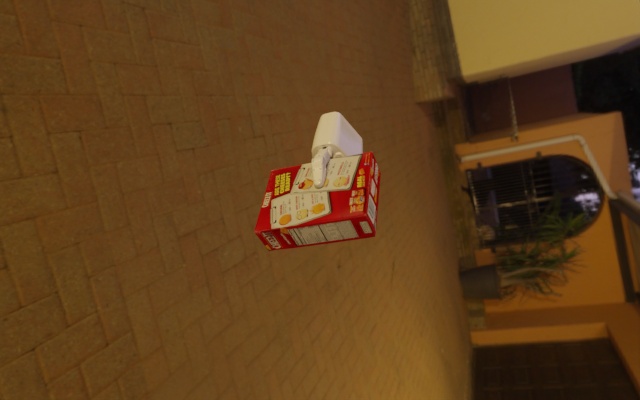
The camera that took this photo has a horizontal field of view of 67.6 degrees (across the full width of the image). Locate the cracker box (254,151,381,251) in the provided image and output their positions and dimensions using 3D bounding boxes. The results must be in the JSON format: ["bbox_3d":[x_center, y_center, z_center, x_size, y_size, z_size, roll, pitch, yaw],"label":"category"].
[{"bbox_3d":[0.000,0.003,0.892,0.214,0.164,0.072,-10,-46,20],"label":"cracker box"}]
